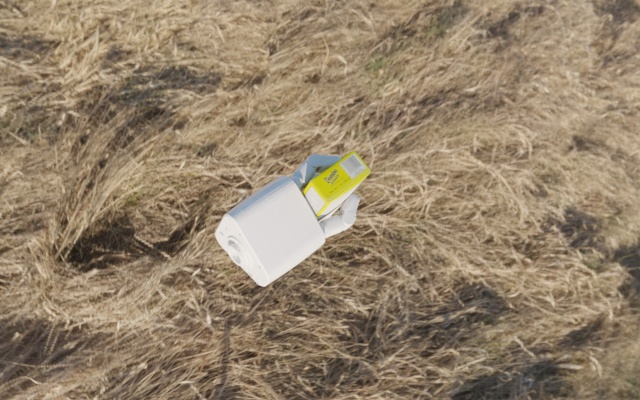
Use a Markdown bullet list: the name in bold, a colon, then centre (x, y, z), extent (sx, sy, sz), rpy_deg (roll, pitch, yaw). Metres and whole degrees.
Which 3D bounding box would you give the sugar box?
- **sugar box**: centre (0.000, 0.002, 0.720), extent (0.093, 0.048, 0.176), rpy_deg (-36, -6, -32)
